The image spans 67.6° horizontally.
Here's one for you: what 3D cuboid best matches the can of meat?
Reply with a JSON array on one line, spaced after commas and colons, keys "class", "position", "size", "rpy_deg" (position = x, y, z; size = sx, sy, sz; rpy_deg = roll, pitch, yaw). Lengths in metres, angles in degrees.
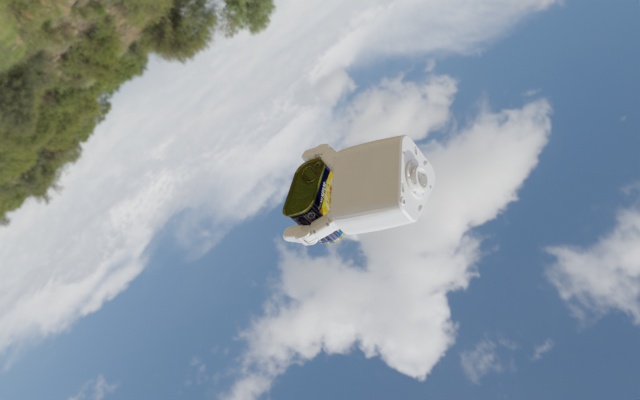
[{"class": "can of meat", "position": [0.000, 0.003, 0.707], "size": [0.057, 0.102, 0.084], "rpy_deg": [-16, -45, 37]}]
